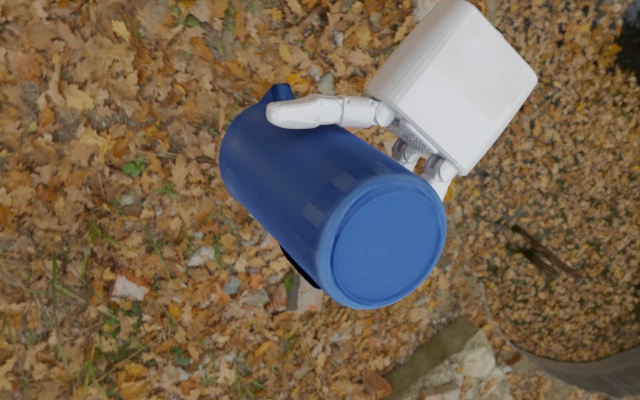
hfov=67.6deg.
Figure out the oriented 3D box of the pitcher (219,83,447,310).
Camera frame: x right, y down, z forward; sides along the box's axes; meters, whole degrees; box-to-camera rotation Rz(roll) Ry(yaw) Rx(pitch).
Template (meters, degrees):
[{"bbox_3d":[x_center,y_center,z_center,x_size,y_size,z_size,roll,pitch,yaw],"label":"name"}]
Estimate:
[{"bbox_3d":[0.000,0.001,0.438,0.149,0.145,0.242,41,0,-32],"label":"pitcher"}]
